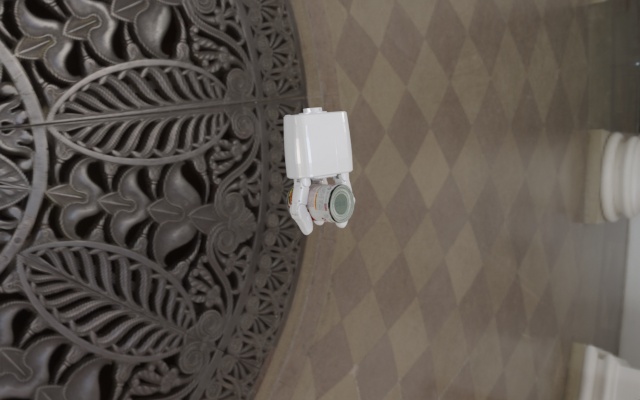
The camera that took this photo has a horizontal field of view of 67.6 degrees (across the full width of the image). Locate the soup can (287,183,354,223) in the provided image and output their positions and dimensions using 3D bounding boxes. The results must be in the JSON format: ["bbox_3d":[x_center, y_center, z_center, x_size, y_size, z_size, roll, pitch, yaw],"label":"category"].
[{"bbox_3d":[0.000,0.003,0.834,0.102,0.068,0.068,4,3,42],"label":"soup can"}]
